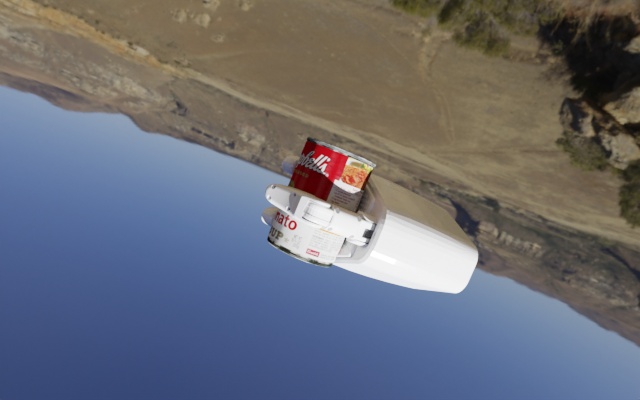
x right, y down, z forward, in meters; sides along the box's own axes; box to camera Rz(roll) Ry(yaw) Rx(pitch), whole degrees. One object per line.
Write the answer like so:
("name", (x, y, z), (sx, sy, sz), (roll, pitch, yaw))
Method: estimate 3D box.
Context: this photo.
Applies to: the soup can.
("soup can", (0.000, 0.002, 0.440), (0.068, 0.102, 0.068), (23, 4, -1))
